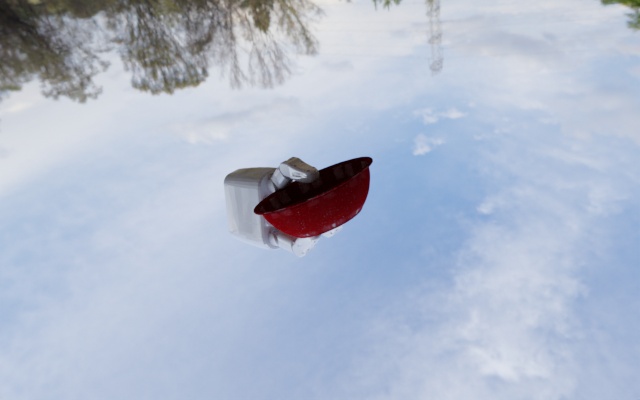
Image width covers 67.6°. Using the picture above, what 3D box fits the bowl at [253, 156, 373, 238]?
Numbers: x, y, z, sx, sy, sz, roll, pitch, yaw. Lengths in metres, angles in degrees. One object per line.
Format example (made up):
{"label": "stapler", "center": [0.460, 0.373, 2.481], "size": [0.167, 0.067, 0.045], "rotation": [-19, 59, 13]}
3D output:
{"label": "bowl", "center": [0.001, 0.002, 0.599], "size": [0.162, 0.055, 0.162], "rotation": [-23, 11, 5]}
